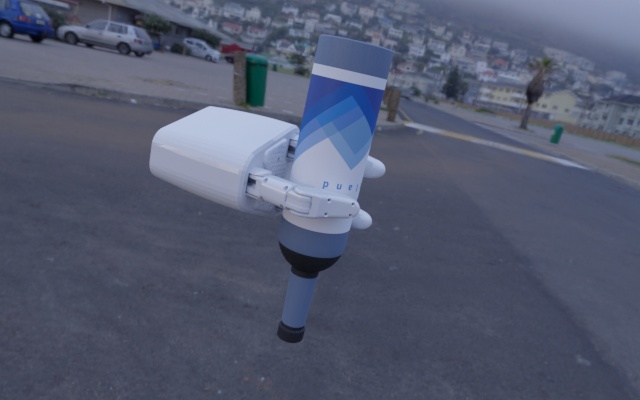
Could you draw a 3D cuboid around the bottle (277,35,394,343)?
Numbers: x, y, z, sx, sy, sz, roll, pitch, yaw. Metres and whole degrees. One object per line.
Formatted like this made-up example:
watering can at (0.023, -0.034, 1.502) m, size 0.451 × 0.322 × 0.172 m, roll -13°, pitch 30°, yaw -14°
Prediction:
bottle at (0.000, 0.001, 0.455) m, size 0.069 × 0.296 × 0.069 m, roll 12°, pitch 15°, yaw -3°
